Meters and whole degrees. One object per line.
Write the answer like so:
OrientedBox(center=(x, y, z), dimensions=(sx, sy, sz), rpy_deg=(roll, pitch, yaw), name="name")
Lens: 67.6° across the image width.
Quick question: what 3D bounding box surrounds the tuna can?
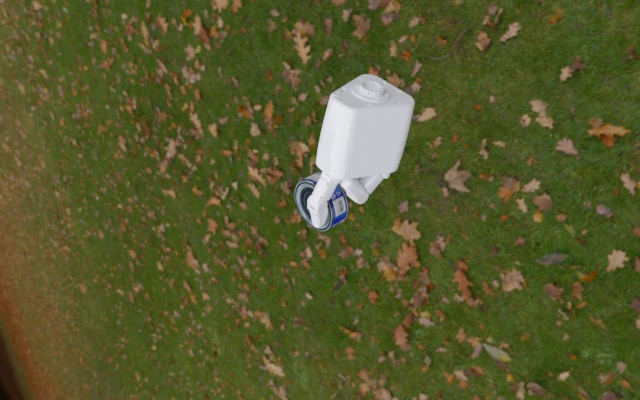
OrientedBox(center=(0.000, 0.003, 0.721), dimensions=(0.033, 0.086, 0.086), rpy_deg=(-29, 17, -35), name="tuna can")
